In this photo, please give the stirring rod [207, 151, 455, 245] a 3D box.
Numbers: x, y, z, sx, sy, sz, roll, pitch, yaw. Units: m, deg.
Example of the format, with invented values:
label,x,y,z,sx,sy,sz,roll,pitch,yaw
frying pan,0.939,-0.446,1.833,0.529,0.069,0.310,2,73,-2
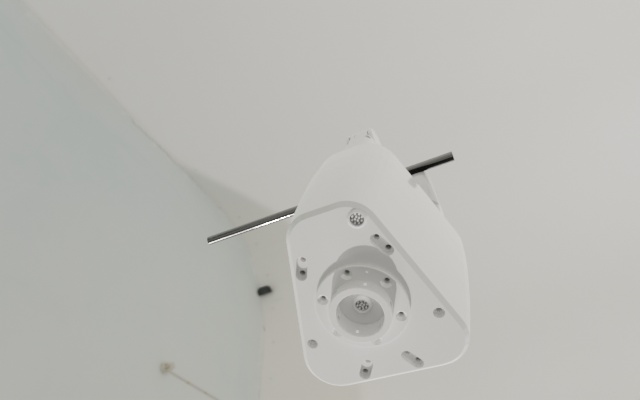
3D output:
label,x,y,z,sx,sy,sz,roll,pitch,yaw
stirring rod,0.000,0.001,0.426,0.239,0.011,0.011,-19,-6,18
